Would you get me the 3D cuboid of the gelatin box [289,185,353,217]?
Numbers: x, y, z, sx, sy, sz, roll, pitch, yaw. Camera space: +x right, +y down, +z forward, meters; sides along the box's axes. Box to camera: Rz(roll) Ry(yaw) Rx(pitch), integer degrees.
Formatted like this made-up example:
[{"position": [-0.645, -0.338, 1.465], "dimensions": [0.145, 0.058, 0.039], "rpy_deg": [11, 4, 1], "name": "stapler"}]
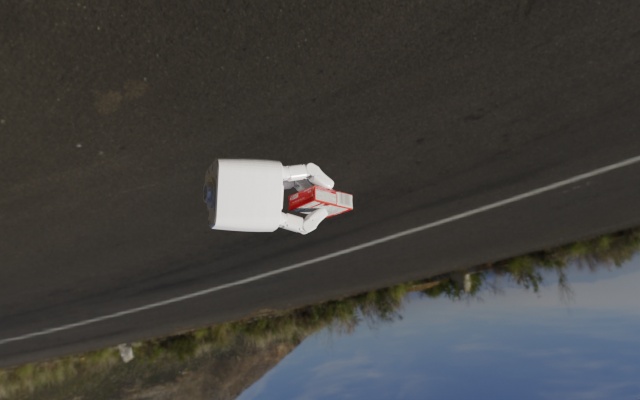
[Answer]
[{"position": [0.000, 0.003, 0.835], "dimensions": [0.089, 0.030, 0.073], "rpy_deg": [13, -22, -36], "name": "gelatin box"}]
